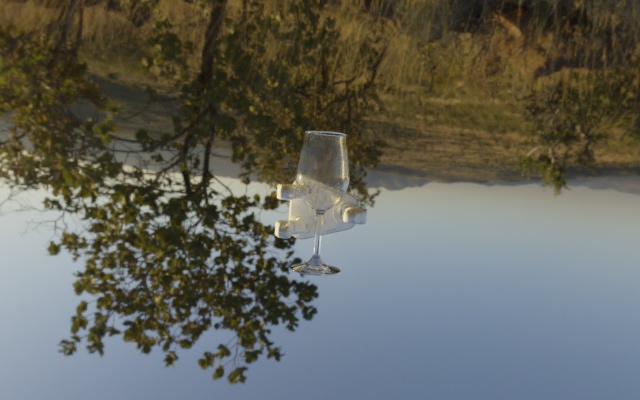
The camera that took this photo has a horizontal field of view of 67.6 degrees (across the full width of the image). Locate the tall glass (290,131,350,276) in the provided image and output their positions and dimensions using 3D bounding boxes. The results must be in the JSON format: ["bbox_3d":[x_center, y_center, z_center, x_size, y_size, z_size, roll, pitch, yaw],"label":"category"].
[{"bbox_3d":[0.000,0.003,0.692,0.079,0.201,0.079,5,4,0],"label":"tall glass"}]
